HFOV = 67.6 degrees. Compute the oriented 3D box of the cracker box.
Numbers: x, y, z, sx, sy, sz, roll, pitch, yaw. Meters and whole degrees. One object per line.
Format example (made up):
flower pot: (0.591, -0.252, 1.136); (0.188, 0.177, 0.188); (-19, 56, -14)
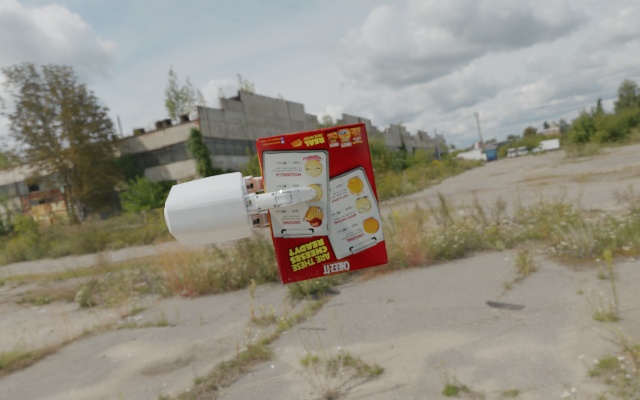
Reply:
cracker box: (0.000, 0.002, 0.723); (0.164, 0.213, 0.072); (-10, 2, -7)
